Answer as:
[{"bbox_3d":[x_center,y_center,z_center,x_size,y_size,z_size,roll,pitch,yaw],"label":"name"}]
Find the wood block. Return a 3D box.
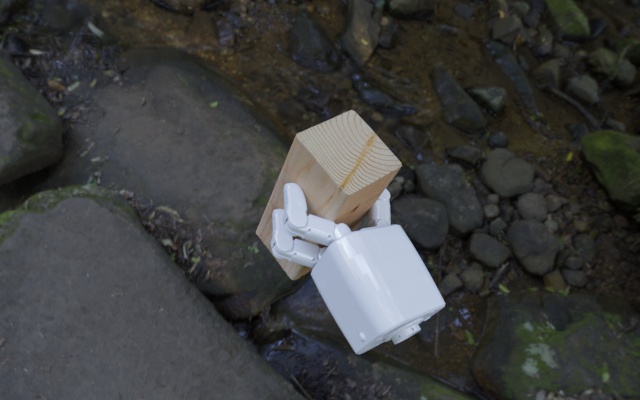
[{"bbox_3d":[0.001,0.002,0.585,0.091,0.090,0.206,-29,-19,-34],"label":"wood block"}]
